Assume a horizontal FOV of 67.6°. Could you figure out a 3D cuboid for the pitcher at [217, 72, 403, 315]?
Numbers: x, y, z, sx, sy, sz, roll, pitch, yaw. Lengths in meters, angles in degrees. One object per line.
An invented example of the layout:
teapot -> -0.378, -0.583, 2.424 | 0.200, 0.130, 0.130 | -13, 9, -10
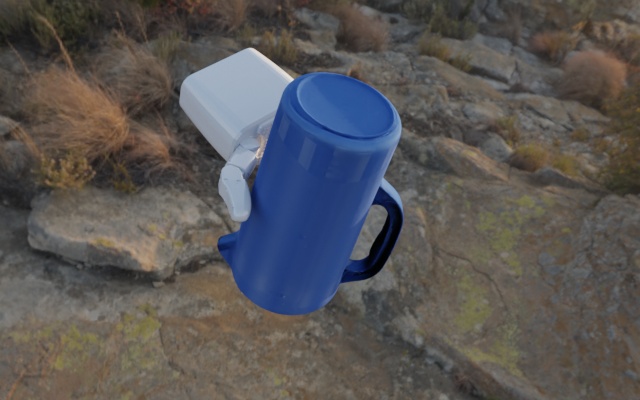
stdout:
pitcher -> 0.000, 0.001, 0.488 | 0.149, 0.243, 0.145 | -25, 60, -37
